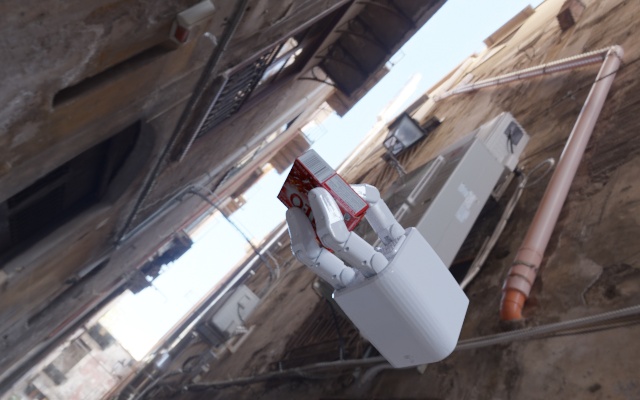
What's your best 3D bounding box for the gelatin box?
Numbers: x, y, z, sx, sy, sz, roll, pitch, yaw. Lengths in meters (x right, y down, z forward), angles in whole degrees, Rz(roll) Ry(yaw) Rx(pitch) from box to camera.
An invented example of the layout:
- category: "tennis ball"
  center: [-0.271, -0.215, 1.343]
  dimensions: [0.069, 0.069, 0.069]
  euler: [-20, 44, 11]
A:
- category: "gelatin box"
  center: [0.000, 0.001, 0.506]
  dimensions: [0.030, 0.089, 0.073]
  euler: [-35, -14, -38]
